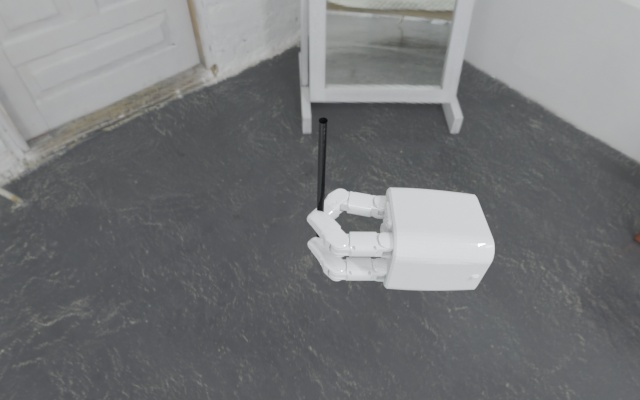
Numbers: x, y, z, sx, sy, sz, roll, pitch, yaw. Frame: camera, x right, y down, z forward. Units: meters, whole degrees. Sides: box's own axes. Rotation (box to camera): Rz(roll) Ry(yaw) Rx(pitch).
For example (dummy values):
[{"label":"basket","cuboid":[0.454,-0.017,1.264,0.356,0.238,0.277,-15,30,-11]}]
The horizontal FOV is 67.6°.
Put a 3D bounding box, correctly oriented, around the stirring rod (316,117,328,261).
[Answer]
[{"label":"stirring rod","cuboid":[0.000,0.002,0.519,0.011,0.011,0.240,0,-37,-1]}]
